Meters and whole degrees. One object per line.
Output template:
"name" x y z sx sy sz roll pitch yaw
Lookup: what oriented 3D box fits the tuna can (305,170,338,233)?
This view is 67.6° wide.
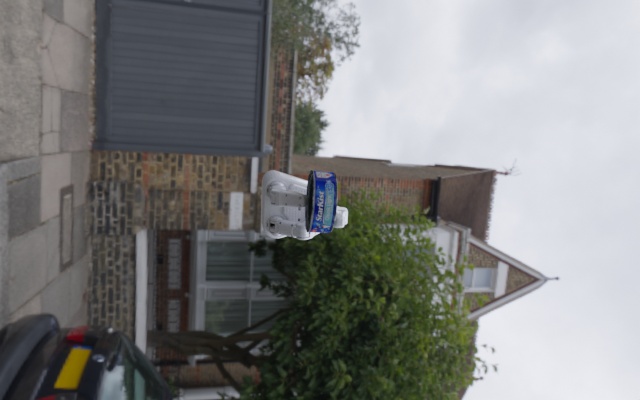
"tuna can" 0.001 0.002 0.658 0.034 0.086 0.086 4 -1 -8
